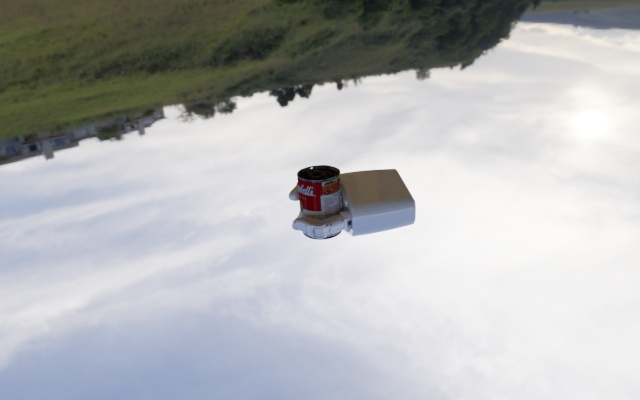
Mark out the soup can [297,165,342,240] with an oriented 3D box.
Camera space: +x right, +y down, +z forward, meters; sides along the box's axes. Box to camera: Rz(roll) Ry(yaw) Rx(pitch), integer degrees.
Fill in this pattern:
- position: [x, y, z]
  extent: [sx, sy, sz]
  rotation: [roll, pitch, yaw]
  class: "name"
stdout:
- position: [0.000, 0.003, 0.760]
  extent: [0.068, 0.102, 0.068]
  rotation: [-3, 24, 1]
  class: "soup can"
